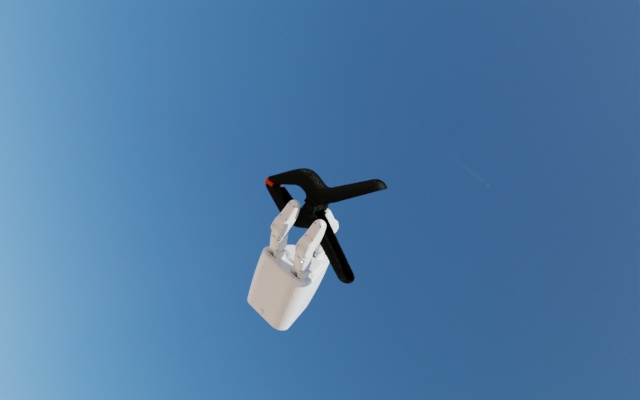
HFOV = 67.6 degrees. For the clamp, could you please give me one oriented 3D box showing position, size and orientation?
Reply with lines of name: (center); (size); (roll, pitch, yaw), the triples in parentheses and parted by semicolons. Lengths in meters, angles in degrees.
clamp: (0.000, 0.002, 0.723); (0.210, 0.165, 0.036); (37, 26, 28)
